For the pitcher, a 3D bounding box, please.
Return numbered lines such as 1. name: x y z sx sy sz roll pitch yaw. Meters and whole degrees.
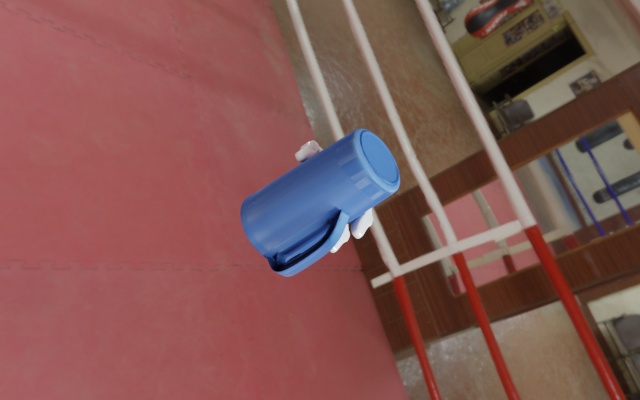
1. pitcher: 0.000 0.002 0.744 0.243 0.149 0.145 -33 -2 31
